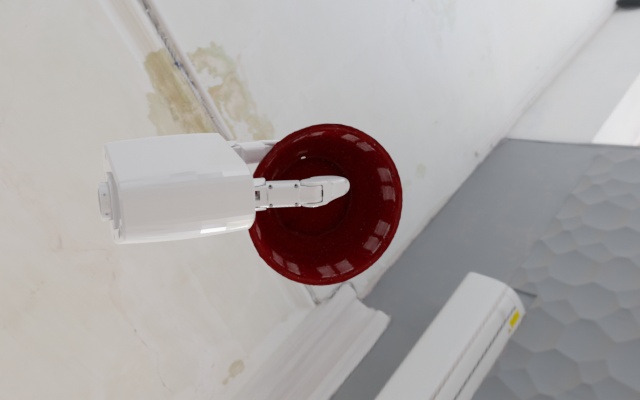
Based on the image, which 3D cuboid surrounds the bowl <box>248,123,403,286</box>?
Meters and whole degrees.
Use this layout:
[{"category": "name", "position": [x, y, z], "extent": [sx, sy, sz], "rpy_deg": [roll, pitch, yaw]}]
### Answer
[{"category": "bowl", "position": [0.001, 0.002, 0.488], "extent": [0.162, 0.162, 0.055], "rpy_deg": [0, 12, -18]}]
